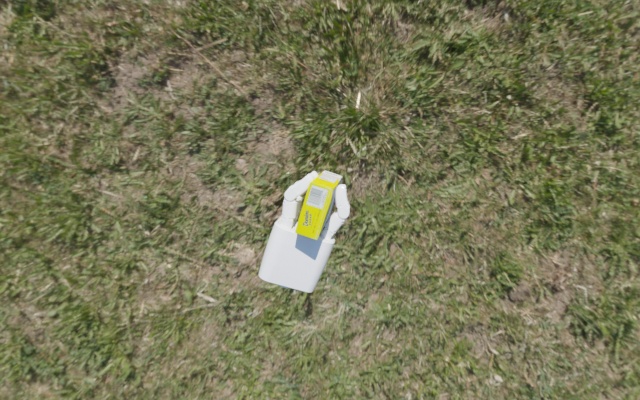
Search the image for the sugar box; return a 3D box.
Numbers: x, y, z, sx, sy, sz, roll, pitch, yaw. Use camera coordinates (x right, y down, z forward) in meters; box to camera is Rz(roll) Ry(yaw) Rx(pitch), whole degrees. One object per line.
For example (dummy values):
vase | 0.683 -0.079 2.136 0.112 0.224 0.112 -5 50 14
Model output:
sugar box | 0.000 0.003 0.860 0.048 0.093 0.176 18 11 2
